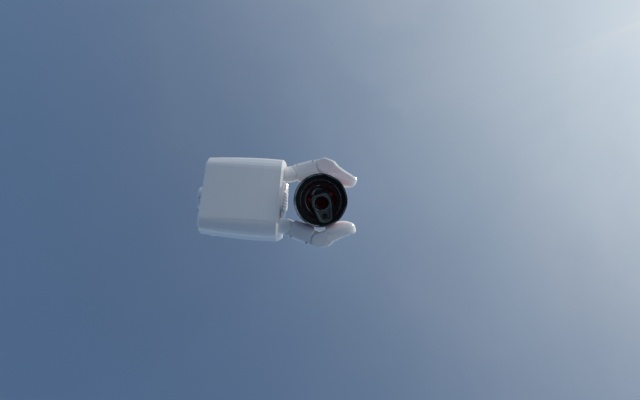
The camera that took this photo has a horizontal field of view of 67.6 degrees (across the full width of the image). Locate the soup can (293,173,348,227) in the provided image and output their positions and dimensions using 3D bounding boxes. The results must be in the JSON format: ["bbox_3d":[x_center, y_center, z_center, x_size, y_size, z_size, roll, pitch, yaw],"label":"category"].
[{"bbox_3d":[0.001,0.002,0.645,0.068,0.068,0.102,0,-3,0],"label":"soup can"}]
